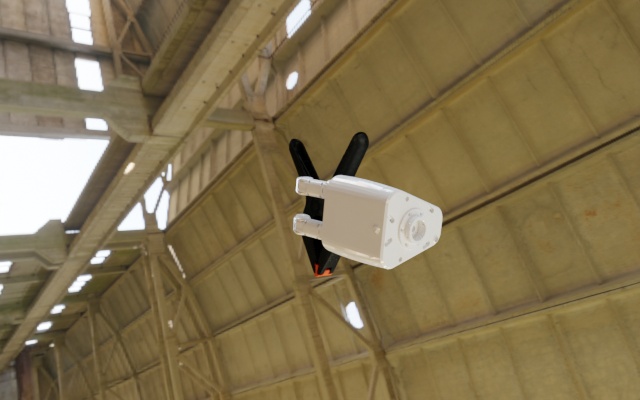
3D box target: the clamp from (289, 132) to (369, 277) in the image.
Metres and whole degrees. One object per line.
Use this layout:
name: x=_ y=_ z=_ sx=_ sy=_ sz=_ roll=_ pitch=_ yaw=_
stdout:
clamp: x=0.001 y=0.003 z=0.694 sx=0.036 sy=0.210 sz=0.164 roll=-1 pitch=10 yaw=-37
